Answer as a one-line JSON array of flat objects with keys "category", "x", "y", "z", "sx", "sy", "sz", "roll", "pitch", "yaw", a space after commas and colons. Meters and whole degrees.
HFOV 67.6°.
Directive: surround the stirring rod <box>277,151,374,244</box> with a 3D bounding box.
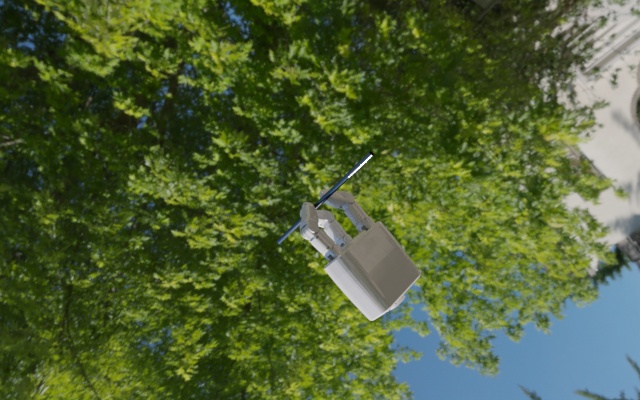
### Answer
[{"category": "stirring rod", "x": 0.000, "y": 0.002, "z": 0.721, "sx": 0.011, "sy": 0.011, "sz": 0.240, "roll": 0, "pitch": -33, "yaw": -44}]
